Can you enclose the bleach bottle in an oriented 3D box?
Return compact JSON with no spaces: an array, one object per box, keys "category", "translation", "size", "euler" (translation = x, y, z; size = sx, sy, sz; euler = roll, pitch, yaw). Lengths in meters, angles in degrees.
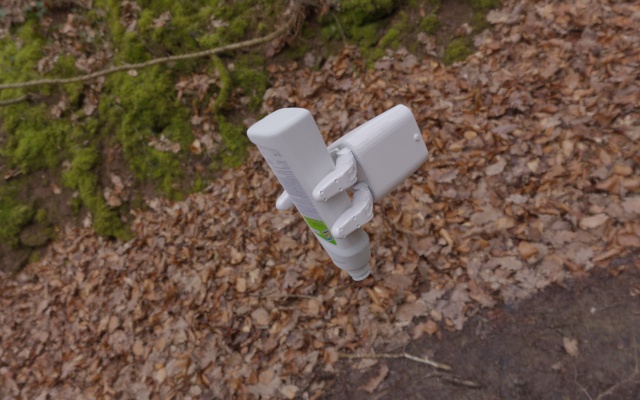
[{"category":"bleach bottle","translation":[0.000,0.002,0.637],"size":[0.068,0.251,0.102],"euler":[-36,25,-18]}]
